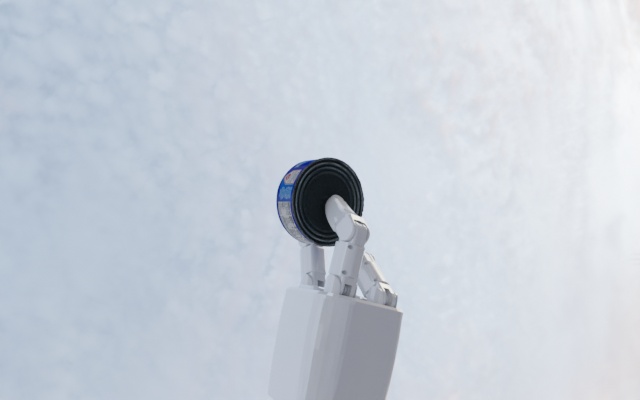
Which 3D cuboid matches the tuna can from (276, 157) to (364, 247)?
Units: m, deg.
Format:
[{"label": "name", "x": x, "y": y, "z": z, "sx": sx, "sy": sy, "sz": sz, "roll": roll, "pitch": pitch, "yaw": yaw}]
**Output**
[{"label": "tuna can", "x": 0.000, "y": 0.001, "z": 0.470, "sx": 0.086, "sy": 0.086, "sz": 0.034, "roll": 0, "pitch": 0, "yaw": -36}]
